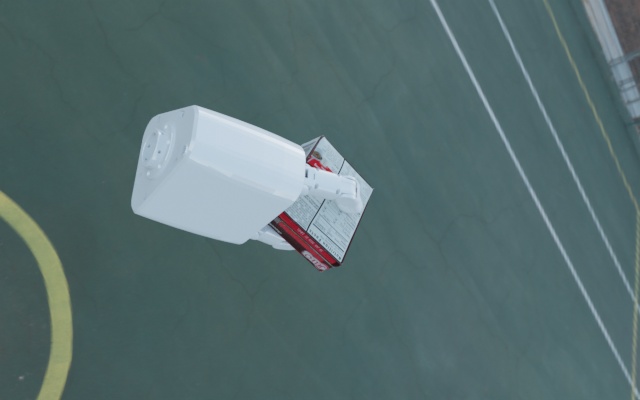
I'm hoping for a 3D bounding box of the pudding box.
[{"bbox_3d":[0.000,0.002,0.489,0.090,0.113,0.039,45,-40,-21],"label":"pudding box"}]
